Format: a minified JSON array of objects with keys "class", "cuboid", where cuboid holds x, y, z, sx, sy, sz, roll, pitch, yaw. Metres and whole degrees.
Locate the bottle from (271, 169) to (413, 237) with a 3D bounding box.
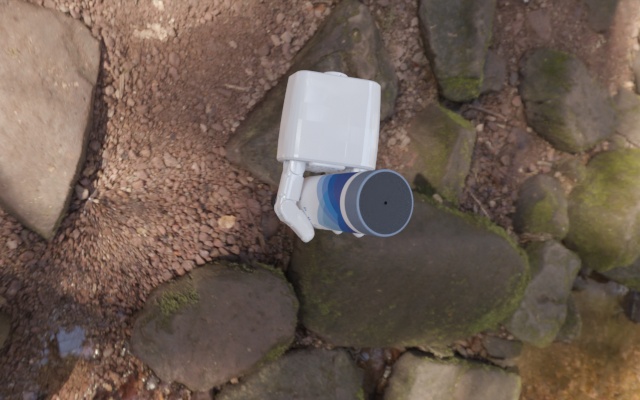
[{"class":"bottle","cuboid":[0.000,0.002,0.598,0.069,0.069,0.295,0,0,-26]}]
